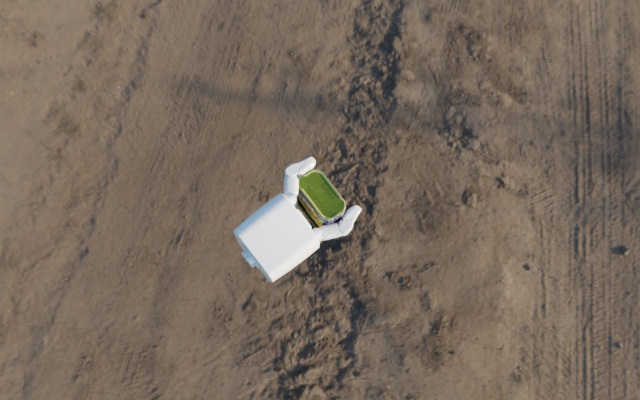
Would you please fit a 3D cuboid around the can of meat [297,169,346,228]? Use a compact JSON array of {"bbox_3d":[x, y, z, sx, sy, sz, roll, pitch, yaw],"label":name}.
[{"bbox_3d":[0.000,0.003,0.862,0.057,0.102,0.084,-34,-15,-13],"label":"can of meat"}]
